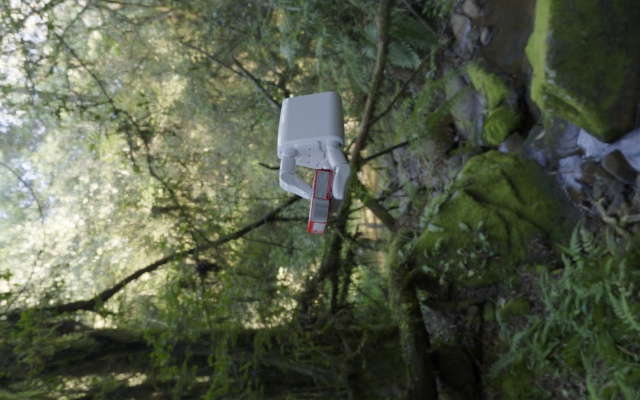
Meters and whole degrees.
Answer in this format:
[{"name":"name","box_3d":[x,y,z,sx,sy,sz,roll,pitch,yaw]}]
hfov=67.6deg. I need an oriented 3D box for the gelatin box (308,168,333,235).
[{"name":"gelatin box","box_3d":[0.000,0.003,0.765,0.030,0.089,0.073,8,-18,-2]}]
